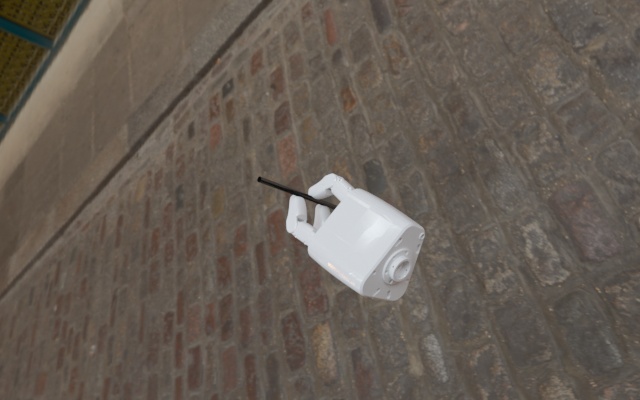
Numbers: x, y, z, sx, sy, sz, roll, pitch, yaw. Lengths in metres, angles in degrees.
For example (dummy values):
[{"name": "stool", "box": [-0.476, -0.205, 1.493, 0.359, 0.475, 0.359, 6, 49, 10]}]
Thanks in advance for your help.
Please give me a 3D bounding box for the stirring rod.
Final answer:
[{"name": "stirring rod", "box": [0.000, 0.002, 0.713, 0.011, 0.011, 0.239, 0, -15, 44]}]
